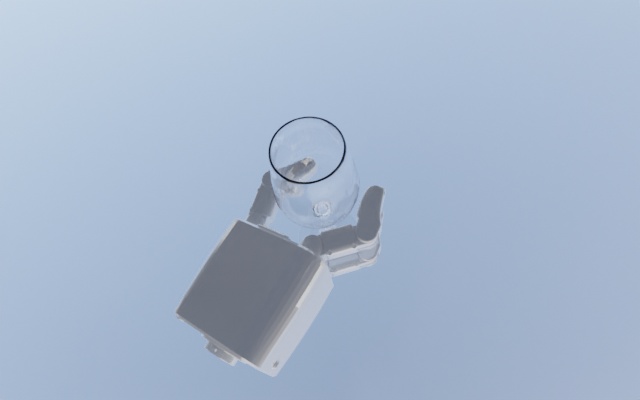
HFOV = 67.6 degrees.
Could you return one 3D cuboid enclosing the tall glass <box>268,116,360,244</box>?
[{"bbox_3d":[0.000,0.002,0.462,0.079,0.079,0.201,0,-25,7],"label":"tall glass"}]
